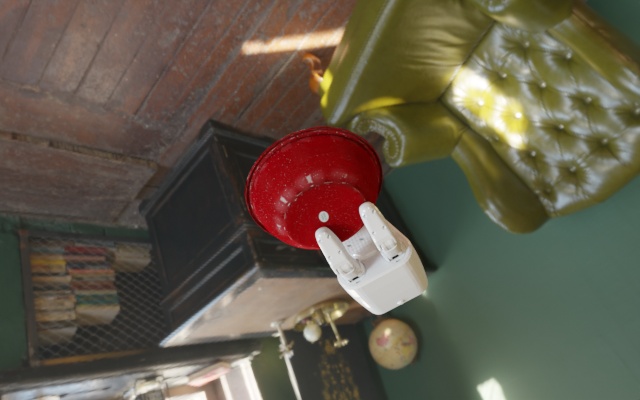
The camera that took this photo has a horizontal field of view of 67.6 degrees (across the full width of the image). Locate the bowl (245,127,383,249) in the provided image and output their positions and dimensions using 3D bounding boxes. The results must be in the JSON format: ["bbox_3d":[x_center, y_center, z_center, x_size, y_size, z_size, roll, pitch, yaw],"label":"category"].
[{"bbox_3d":[-0.001,0.001,0.529,0.162,0.162,0.055,0,37,-16],"label":"bowl"}]
